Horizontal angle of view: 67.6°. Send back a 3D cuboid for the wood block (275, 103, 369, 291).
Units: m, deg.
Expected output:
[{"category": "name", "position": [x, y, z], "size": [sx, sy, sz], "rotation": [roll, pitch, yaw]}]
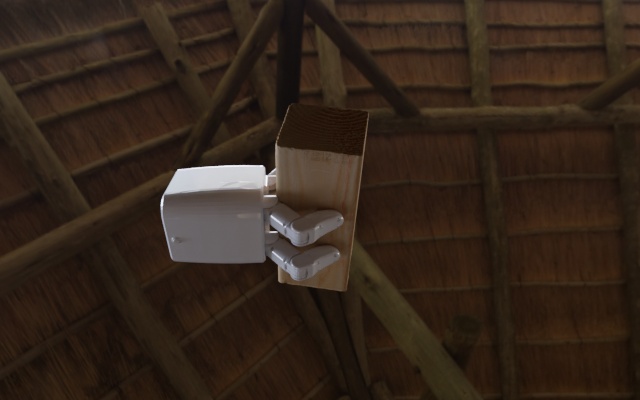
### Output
[{"category": "wood block", "position": [0.000, 0.002, 0.563], "size": [0.090, 0.206, 0.090], "rotation": [7, 41, 4]}]
